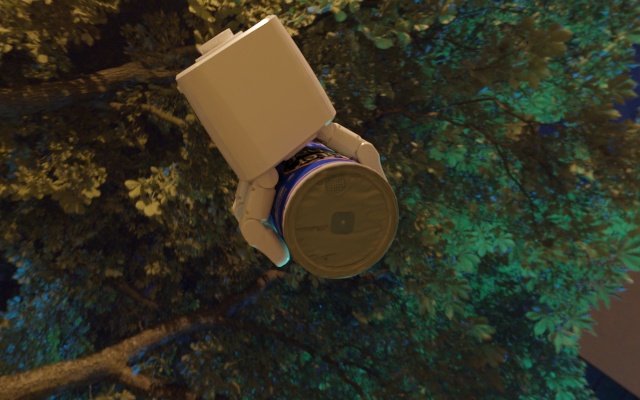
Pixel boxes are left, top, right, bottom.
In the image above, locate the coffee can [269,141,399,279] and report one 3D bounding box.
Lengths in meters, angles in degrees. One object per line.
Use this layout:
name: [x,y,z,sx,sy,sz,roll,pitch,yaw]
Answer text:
coffee can: [0.000,0.002,0.466,0.103,0.103,0.140,0,14,-17]
